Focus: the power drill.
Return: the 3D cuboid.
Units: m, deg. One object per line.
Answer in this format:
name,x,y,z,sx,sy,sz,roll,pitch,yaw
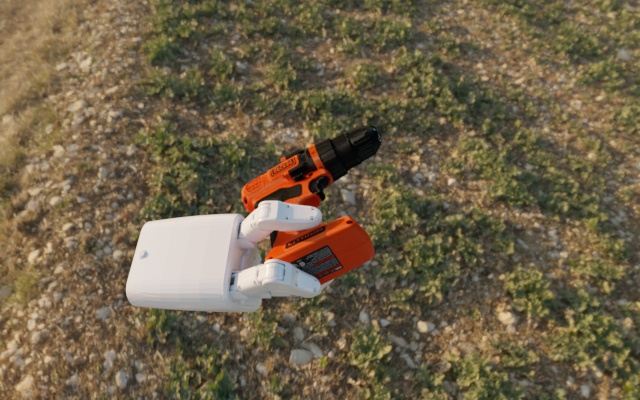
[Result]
power drill,0.000,0.002,0.522,0.184,0.057,0.187,-29,33,10
